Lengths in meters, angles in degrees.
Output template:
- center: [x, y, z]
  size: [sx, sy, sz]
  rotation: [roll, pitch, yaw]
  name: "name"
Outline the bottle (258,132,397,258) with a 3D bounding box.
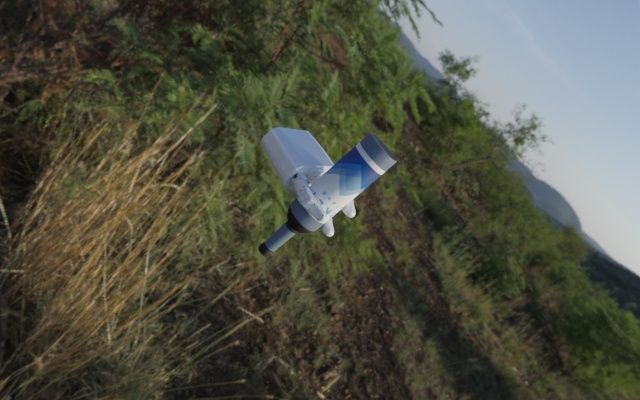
- center: [0.000, 0.003, 0.843]
  size: [0.296, 0.069, 0.069]
  rotation: [-41, -14, 17]
  name: "bottle"
